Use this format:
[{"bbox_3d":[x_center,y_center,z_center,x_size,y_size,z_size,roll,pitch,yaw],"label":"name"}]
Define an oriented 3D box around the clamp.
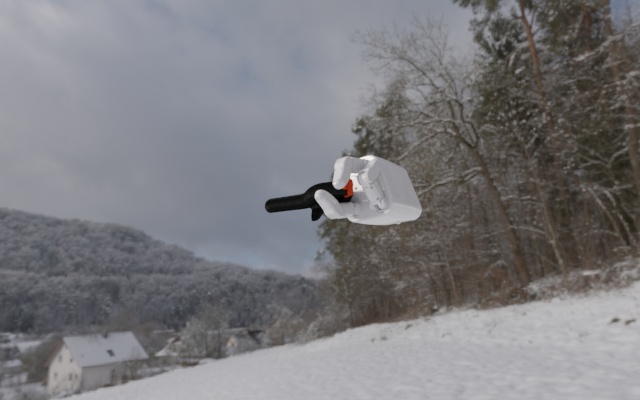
[{"bbox_3d":[0.000,0.002,0.835,0.171,0.039,0.120,-14,-16,38],"label":"clamp"}]
